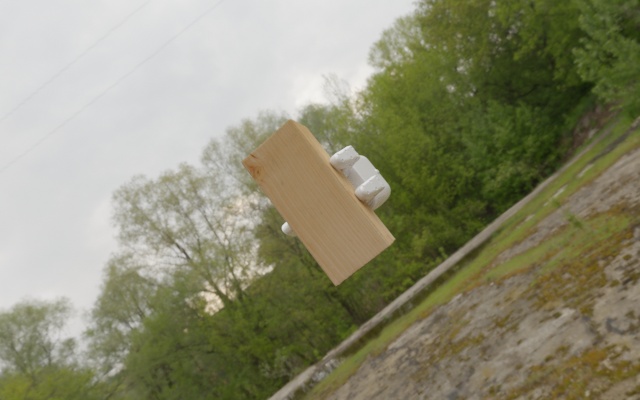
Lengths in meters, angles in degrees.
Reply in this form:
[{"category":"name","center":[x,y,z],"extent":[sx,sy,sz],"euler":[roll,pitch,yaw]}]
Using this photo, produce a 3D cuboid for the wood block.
[{"category":"wood block","center":[0.000,0.002,0.651],"extent":[0.091,0.206,0.090],"euler":[-40,-8,11]}]
